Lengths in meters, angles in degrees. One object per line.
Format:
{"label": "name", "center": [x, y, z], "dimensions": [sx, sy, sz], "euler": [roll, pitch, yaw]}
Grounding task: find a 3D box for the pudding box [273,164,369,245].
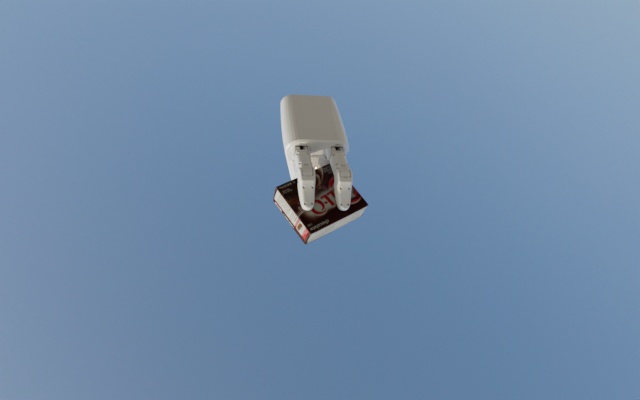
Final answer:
{"label": "pudding box", "center": [0.000, 0.002, 0.707], "dimensions": [0.113, 0.090, 0.039], "euler": [-27, -24, -29]}
